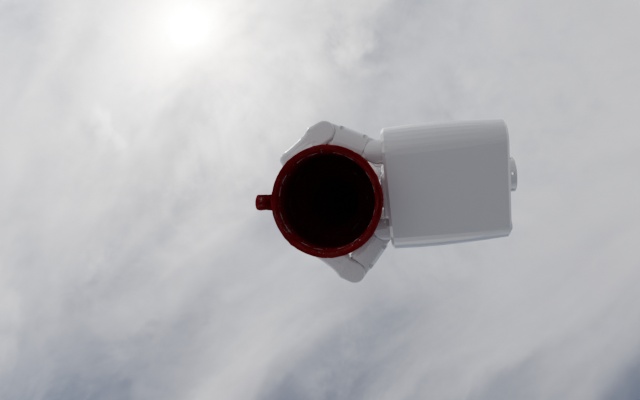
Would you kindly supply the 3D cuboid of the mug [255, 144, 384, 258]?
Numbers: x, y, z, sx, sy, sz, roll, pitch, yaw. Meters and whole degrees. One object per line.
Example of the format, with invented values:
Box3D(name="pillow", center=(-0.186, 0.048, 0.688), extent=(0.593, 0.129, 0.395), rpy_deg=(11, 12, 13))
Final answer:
Box3D(name="mug", center=(-0.001, 0.002, 0.430), extent=(0.117, 0.093, 0.081), rpy_deg=(-4, -1, 11))
